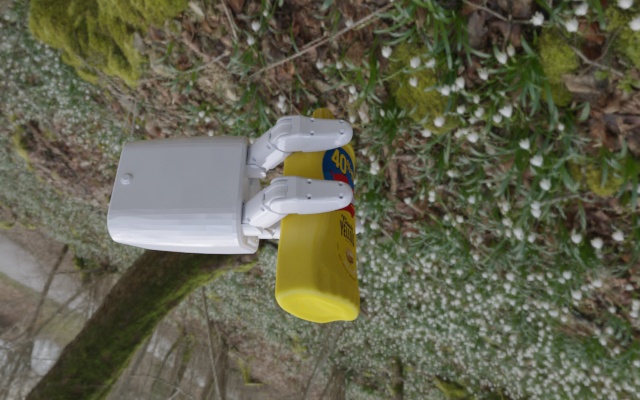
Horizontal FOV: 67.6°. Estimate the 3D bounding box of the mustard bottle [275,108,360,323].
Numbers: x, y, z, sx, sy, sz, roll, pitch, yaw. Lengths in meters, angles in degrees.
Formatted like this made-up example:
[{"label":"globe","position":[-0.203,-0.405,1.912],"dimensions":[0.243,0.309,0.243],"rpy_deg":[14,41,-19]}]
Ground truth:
[{"label":"mustard bottle","position":[0.000,0.002,0.414],"dimensions":[0.058,0.191,0.096],"rpy_deg":[-11,-29,21]}]
